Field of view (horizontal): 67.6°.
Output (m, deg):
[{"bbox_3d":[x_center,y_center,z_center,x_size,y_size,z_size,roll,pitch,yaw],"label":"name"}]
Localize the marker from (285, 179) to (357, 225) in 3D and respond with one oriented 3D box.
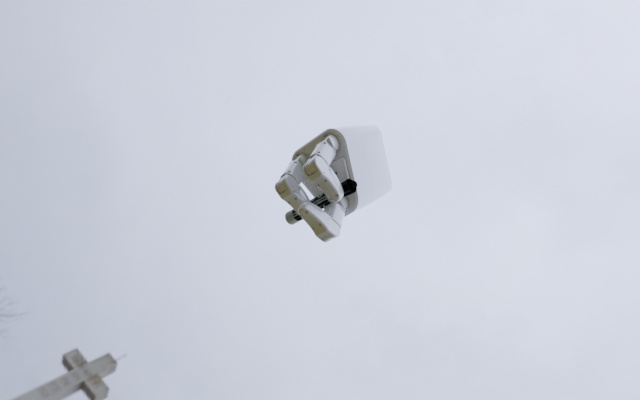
[{"bbox_3d":[0.000,0.002,0.615,0.121,0.020,0.020,-29,-19,38],"label":"marker"}]
